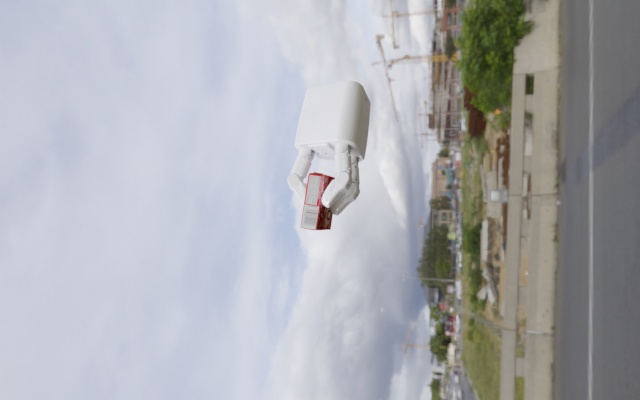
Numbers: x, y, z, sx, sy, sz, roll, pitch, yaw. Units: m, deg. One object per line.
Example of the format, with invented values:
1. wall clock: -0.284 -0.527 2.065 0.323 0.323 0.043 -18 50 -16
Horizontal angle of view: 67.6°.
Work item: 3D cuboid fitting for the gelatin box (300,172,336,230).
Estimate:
1. gelatin box: 0.000 0.003 0.764 0.030 0.089 0.073 9 1 19
